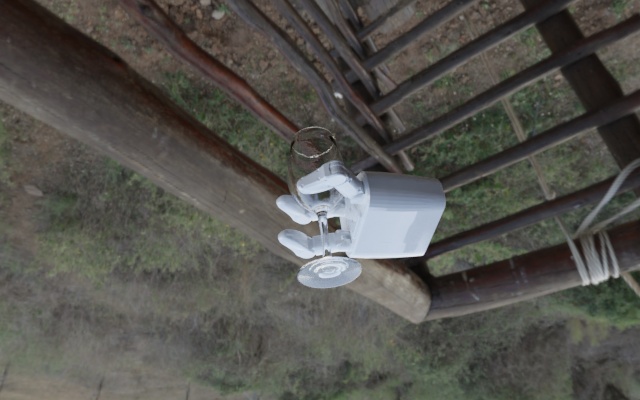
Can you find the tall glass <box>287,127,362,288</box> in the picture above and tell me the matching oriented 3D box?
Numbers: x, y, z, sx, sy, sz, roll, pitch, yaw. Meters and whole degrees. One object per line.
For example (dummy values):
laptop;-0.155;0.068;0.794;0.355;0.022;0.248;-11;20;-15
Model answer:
tall glass;0.000;0.002;0.597;0.079;0.201;0.079;-5;-34;-4
